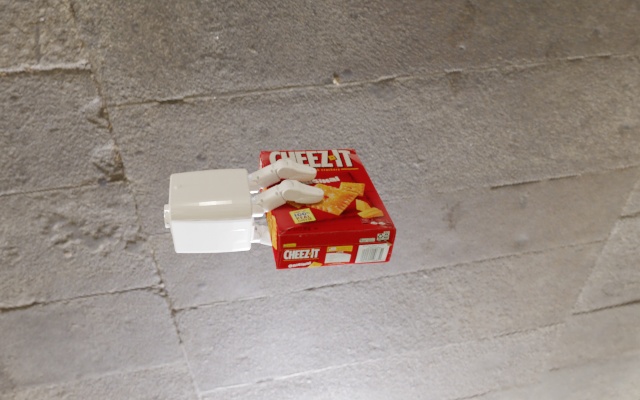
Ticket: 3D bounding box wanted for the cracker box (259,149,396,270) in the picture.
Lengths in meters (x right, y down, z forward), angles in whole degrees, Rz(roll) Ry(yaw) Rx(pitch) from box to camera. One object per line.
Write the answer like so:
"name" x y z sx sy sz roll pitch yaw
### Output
"cracker box" 0.000 0.003 0.714 0.164 0.072 0.213 -2 37 -14
